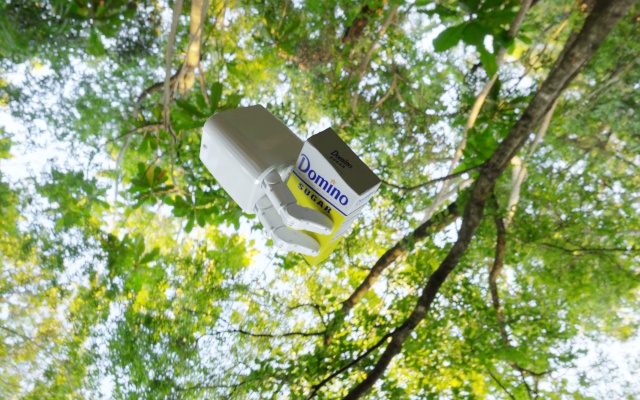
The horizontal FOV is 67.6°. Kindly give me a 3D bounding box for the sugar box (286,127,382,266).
[{"bbox_3d":[0.000,0.002,0.595,0.048,0.093,0.176,-32,-18,-32],"label":"sugar box"}]
